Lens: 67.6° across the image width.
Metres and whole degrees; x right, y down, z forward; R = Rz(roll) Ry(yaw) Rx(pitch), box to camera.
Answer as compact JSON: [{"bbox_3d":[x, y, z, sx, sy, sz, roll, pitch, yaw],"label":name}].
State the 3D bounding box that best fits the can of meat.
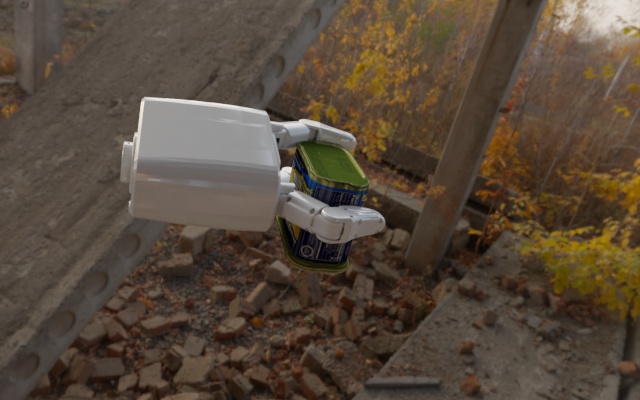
[{"bbox_3d":[0.000,0.001,0.430,0.057,0.084,0.102,7,25,-17],"label":"can of meat"}]
